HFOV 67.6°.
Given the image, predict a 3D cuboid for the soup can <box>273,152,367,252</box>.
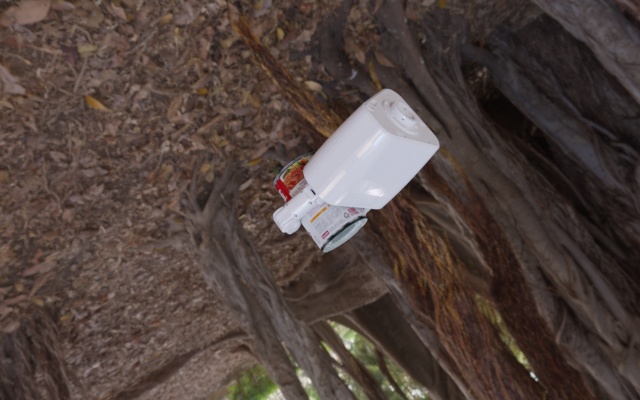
[{"bbox_3d":[0.000,0.002,0.571,0.068,0.102,0.068,-34,-15,-11],"label":"soup can"}]
